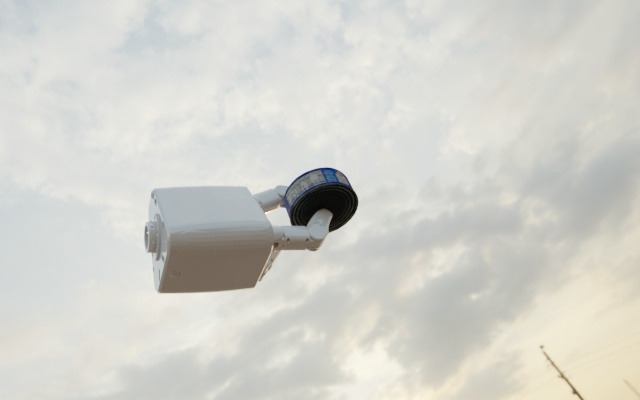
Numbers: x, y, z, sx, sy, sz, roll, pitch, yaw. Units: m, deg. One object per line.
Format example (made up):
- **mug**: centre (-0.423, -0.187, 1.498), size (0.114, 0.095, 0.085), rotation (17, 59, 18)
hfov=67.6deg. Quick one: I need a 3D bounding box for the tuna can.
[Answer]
- **tuna can**: centre (0.000, 0.001, 0.575), size (0.086, 0.086, 0.033), rotation (0, 43, -25)
